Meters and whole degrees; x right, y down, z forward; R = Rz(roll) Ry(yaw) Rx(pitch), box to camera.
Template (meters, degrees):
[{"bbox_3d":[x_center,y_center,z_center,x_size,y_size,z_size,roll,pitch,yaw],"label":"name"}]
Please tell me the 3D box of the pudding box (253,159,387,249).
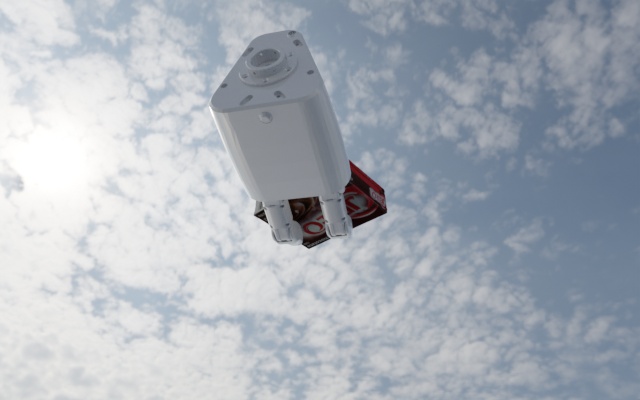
[{"bbox_3d":[0.000,0.001,0.508,0.113,0.039,0.090,-26,-45,32],"label":"pudding box"}]
